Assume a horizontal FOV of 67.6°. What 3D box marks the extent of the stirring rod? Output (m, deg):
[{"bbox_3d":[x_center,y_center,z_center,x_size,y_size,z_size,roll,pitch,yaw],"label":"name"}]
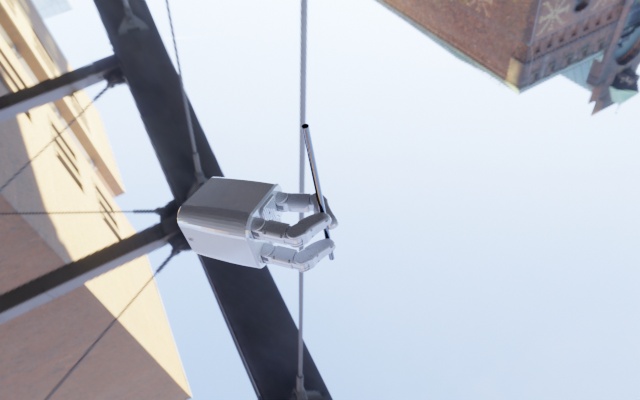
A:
[{"bbox_3d":[0.000,0.002,0.587,0.011,0.011,0.240,0,-41,10],"label":"stirring rod"}]
